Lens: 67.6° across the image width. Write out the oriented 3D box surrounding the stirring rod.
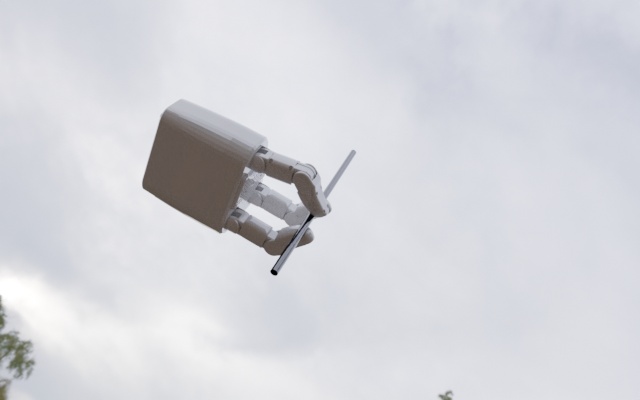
[{"bbox_3d":[0.000,0.002,0.530,0.011,0.011,0.239,0,32,25],"label":"stirring rod"}]
